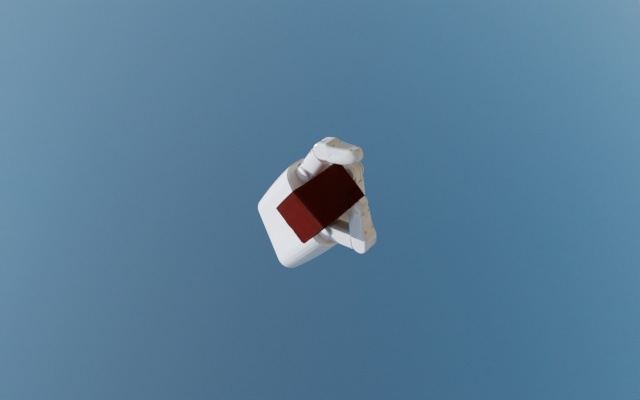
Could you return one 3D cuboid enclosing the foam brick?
[{"bbox_3d":[0.000,0.002,0.534,0.078,0.053,0.051,-36,-2,-39],"label":"foam brick"}]
